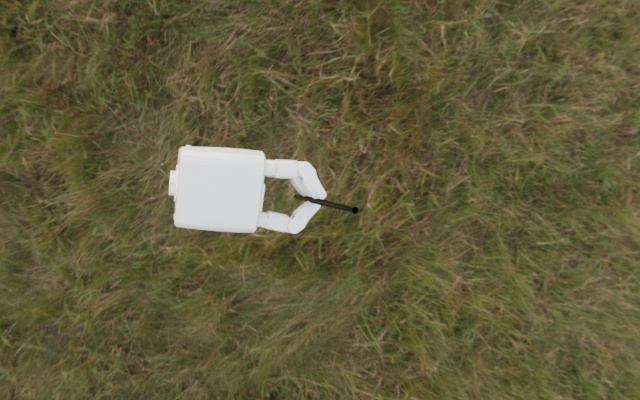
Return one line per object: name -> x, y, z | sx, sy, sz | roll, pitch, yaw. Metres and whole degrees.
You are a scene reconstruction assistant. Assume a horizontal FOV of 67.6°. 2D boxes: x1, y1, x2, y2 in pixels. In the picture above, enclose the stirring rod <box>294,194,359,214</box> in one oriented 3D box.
stirring rod -> 0.000, 0.002, 0.634 | 0.011, 0.011, 0.239 | 0, 4, -18
